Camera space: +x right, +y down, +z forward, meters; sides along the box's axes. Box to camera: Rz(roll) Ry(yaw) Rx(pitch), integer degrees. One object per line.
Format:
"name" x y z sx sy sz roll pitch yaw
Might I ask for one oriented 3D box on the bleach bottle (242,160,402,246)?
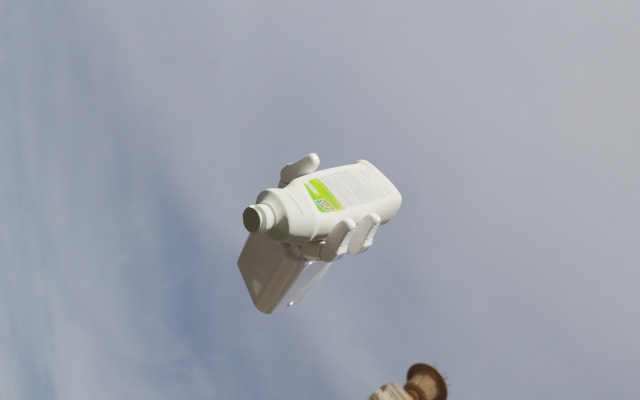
"bleach bottle" 0.000 0.002 0.606 0.251 0.068 0.102 -9 48 -50
